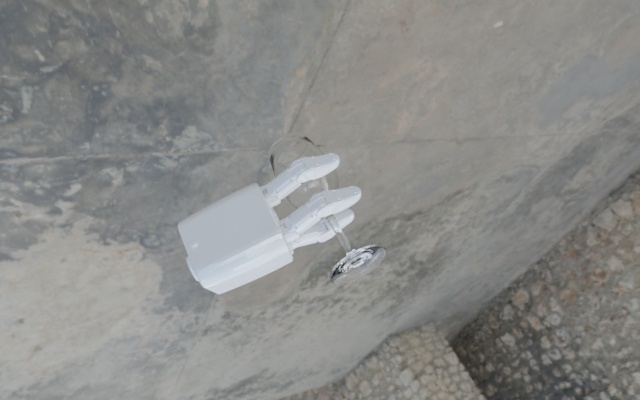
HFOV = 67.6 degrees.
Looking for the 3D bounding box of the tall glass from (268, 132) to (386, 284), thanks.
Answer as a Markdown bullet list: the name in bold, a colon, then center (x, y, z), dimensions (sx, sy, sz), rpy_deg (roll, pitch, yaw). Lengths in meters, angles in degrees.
- **tall glass**: center (0.001, 0.002, 0.603), dimensions (0.079, 0.201, 0.079), rpy_deg (-22, -32, -14)
